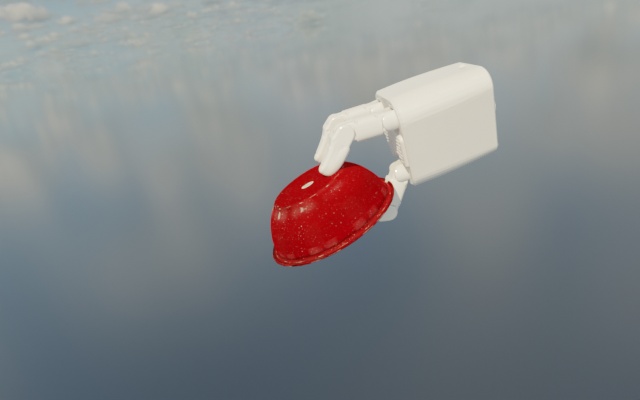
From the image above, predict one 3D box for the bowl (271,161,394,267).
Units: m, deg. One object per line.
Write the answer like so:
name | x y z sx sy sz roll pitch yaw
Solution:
bowl | -0.001 0.002 0.543 0.162 0.055 0.162 -29 20 12
